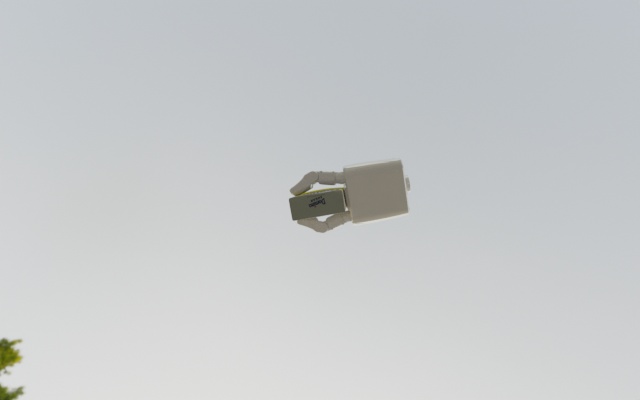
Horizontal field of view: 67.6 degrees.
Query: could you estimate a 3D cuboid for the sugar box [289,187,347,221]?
[{"bbox_3d":[0.000,0.002,0.876,0.093,0.048,0.176,-9,0,4],"label":"sugar box"}]
